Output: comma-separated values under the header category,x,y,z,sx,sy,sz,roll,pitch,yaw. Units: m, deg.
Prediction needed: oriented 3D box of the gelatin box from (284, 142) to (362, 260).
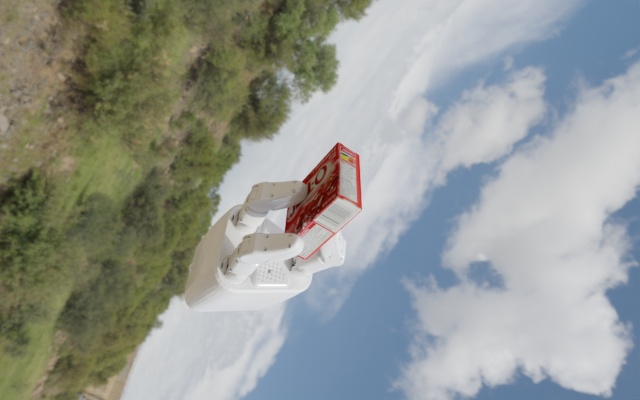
category,x,y,z,sx,sy,sz,roll,pitch,yaw
gelatin box,0.001,0.001,0.442,0.030,0.073,0.089,28,-50,-23
